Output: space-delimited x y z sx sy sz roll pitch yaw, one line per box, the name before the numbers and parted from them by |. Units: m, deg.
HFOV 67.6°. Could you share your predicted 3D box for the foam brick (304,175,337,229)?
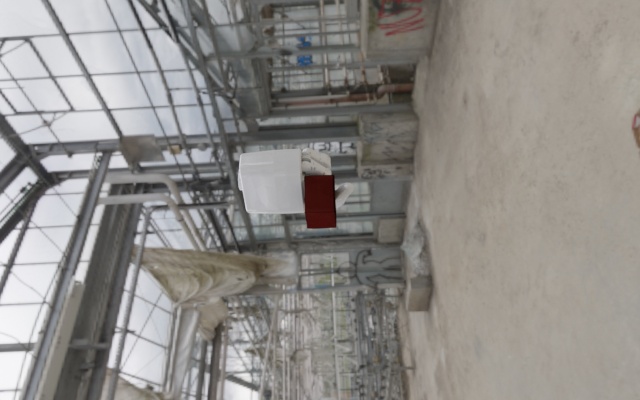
foam brick | 0.000 0.003 0.808 0.051 0.078 0.053 -3 -36 1
